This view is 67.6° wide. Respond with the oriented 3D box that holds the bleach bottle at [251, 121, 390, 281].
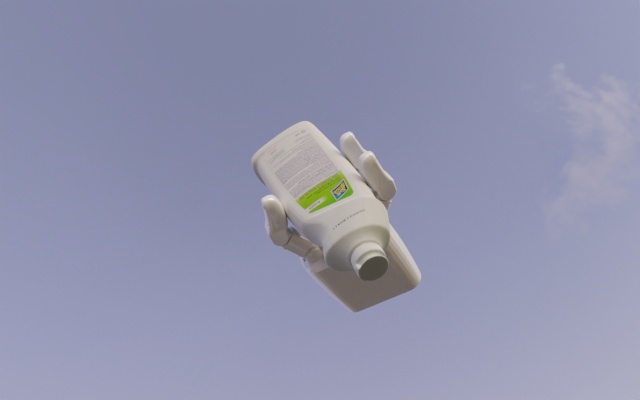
[{"bbox_3d":[0.000,0.002,0.518,0.102,0.068,0.250,-37,36,3],"label":"bleach bottle"}]
